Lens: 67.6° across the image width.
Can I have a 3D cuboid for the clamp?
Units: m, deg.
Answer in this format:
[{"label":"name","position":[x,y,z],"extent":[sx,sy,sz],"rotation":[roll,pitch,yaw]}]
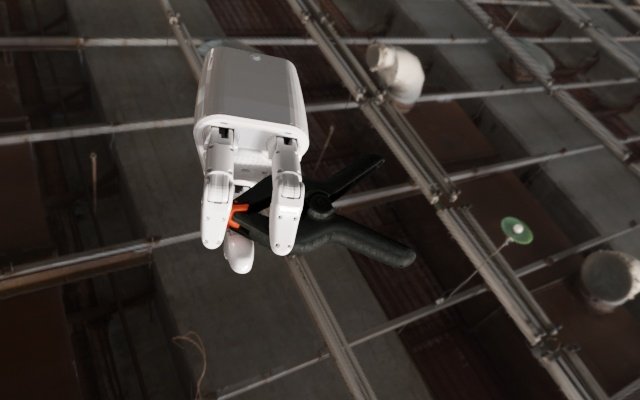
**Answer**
[{"label":"clamp","position":[0.000,0.002,0.438],"extent":[0.171,0.120,0.039],"rotation":[7,-39,-17]}]
